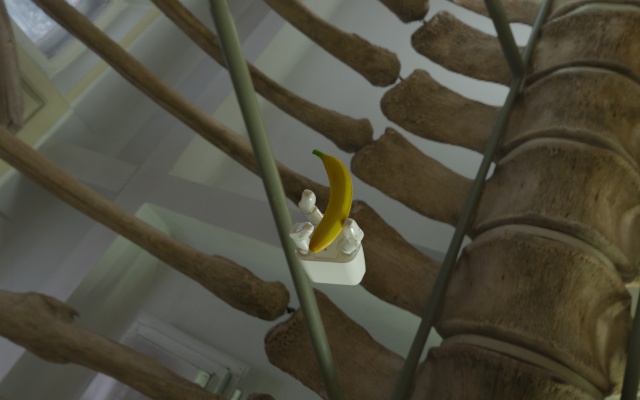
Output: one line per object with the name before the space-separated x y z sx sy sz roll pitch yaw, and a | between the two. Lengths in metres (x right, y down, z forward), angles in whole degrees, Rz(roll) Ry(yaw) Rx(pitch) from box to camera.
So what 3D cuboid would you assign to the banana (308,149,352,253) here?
banana | 0.019 -0.001 0.792 0.069 0.197 0.037 -3 -33 8
